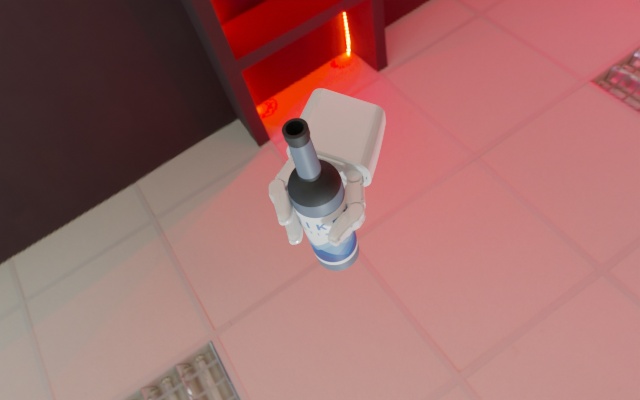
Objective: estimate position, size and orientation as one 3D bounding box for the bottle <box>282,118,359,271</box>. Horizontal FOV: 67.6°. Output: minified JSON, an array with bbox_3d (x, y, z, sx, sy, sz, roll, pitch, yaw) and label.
[{"bbox_3d":[0.000,0.002,0.602,0.069,0.069,0.296,0,-30,12],"label":"bottle"}]
